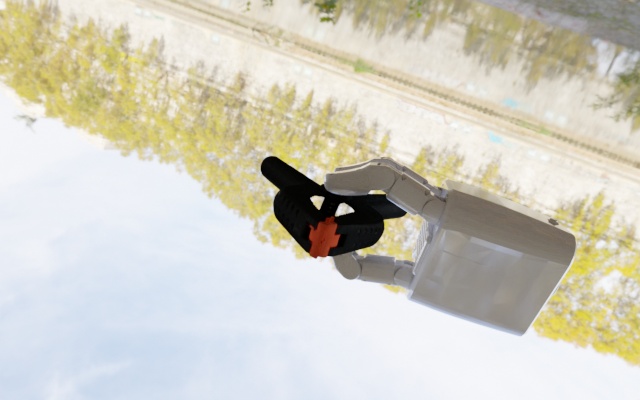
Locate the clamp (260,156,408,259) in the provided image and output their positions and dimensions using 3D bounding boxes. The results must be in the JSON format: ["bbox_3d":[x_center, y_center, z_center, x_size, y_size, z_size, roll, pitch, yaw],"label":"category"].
[{"bbox_3d":[0.000,0.002,0.432,0.164,0.036,0.210,17,14,7],"label":"clamp"}]
